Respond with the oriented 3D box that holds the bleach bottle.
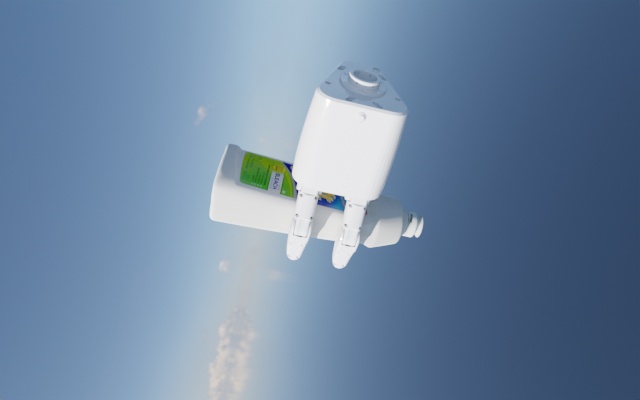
[{"bbox_3d":[0.000,0.002,0.582,0.251,0.068,0.102,11,37,-6],"label":"bleach bottle"}]
